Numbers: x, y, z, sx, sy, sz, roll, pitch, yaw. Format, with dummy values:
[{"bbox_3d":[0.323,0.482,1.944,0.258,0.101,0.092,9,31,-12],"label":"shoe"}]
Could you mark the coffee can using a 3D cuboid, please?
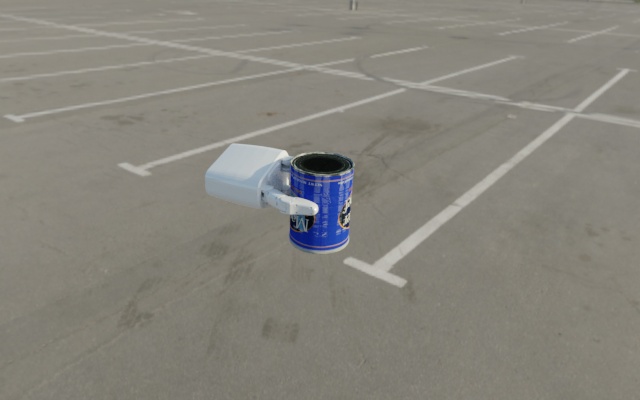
[{"bbox_3d":[0.000,0.003,0.786,0.103,0.140,0.102,2,26,-1],"label":"coffee can"}]
